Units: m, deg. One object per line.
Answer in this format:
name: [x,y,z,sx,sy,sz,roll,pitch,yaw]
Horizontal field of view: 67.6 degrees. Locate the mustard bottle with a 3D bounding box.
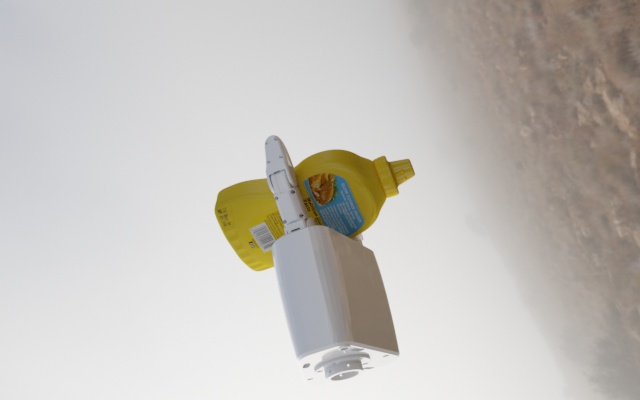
mustard bottle: [0.000,0.001,0.474,0.191,0.096,0.058,-21,31,10]
